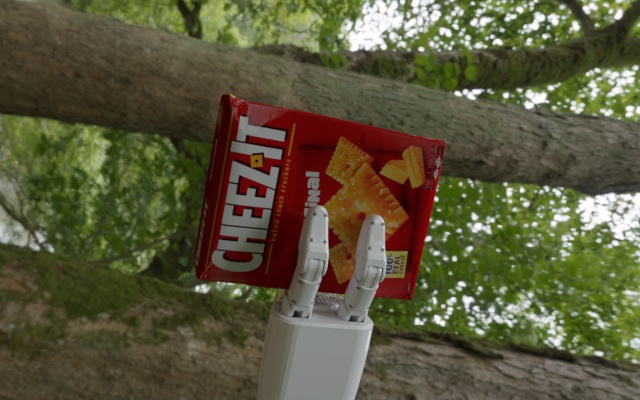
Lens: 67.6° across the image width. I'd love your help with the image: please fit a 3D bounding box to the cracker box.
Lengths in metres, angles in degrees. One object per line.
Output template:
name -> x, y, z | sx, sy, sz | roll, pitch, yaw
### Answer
cracker box -> 0.000, 0.001, 0.459 | 0.214, 0.164, 0.072 | 9, 8, -18
